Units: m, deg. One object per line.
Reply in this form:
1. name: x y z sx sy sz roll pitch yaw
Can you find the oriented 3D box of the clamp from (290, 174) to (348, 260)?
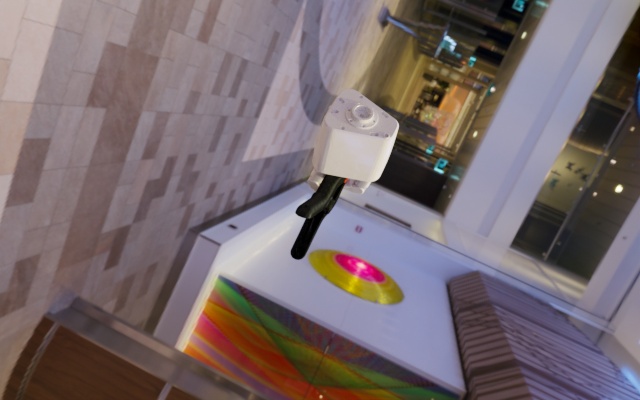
1. clamp: 0.001 0.003 0.761 0.039 0.171 0.120 25 -31 6
